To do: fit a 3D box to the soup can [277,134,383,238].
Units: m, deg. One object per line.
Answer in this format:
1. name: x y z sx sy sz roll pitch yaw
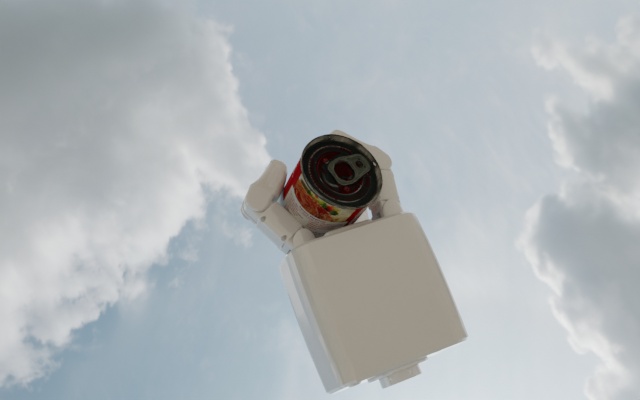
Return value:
1. soup can: 0.000 0.001 0.406 0.068 0.068 0.102 0 -30 -23
